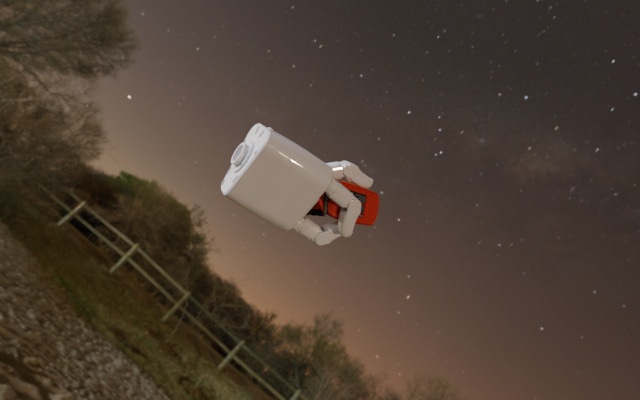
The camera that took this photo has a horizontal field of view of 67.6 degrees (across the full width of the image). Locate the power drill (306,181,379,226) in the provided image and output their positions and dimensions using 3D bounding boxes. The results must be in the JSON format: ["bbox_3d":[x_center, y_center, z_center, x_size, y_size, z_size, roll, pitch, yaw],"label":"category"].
[{"bbox_3d":[0.000,0.002,0.779,0.187,0.057,0.184,5,-6,45],"label":"power drill"}]
